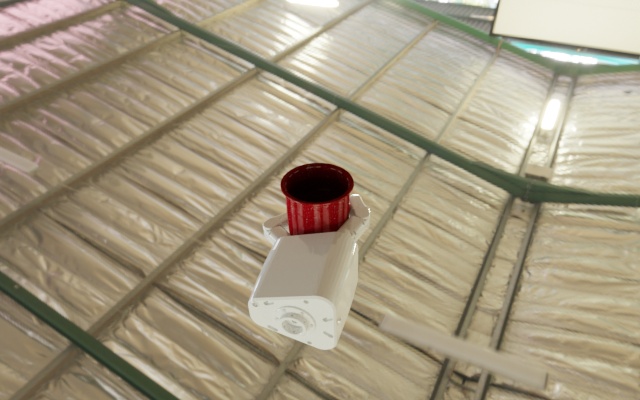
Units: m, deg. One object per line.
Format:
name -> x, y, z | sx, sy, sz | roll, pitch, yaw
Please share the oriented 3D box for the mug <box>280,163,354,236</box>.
mug -> 0.000, 0.001, 0.635 | 0.093, 0.082, 0.117 | 9, 38, 14
